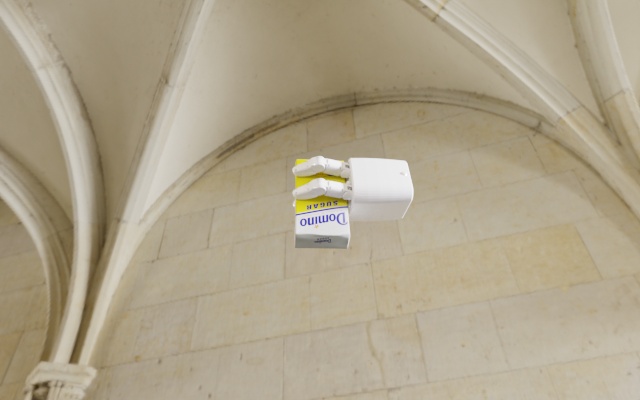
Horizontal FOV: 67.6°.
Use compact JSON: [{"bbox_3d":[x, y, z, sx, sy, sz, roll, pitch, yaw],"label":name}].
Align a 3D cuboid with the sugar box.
[{"bbox_3d":[0.000,0.002,0.848,0.093,0.176,0.048,1,-43,-5],"label":"sugar box"}]
